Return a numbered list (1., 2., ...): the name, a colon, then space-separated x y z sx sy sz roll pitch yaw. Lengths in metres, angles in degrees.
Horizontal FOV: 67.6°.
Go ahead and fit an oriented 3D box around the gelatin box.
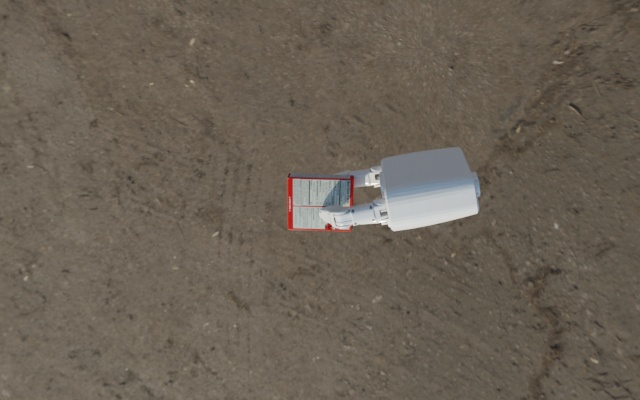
1. gelatin box: 0.000 0.002 0.642 0.089 0.073 0.030 1 16 3
